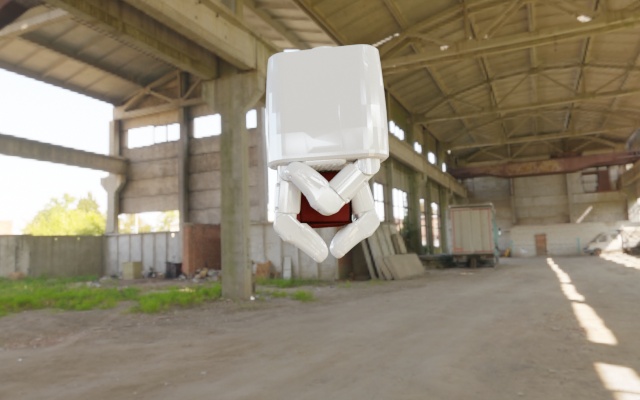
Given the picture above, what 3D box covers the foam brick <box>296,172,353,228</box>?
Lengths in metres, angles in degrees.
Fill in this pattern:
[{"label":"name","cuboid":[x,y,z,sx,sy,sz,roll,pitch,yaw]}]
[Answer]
[{"label":"foam brick","cuboid":[0.000,0.002,0.496,0.053,0.051,0.078,-2,-6,-9]}]
